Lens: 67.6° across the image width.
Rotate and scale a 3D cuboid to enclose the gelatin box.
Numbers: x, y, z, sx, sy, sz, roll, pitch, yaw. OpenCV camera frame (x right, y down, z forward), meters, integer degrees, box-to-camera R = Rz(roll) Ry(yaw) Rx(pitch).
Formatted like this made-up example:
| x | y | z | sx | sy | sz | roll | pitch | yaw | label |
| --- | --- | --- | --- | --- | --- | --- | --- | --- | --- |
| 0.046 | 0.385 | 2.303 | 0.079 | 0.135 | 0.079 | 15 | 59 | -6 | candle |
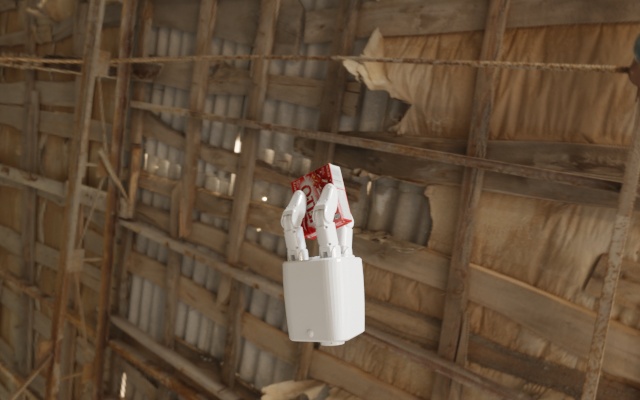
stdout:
| x | y | z | sx | sy | sz | roll | pitch | yaw | label |
| --- | --- | --- | --- | --- | --- | --- | --- | --- | --- |
| 0.000 | 0.002 | 0.680 | 0.073 | 0.089 | 0.030 | -25 | -24 | 32 | gelatin box |
